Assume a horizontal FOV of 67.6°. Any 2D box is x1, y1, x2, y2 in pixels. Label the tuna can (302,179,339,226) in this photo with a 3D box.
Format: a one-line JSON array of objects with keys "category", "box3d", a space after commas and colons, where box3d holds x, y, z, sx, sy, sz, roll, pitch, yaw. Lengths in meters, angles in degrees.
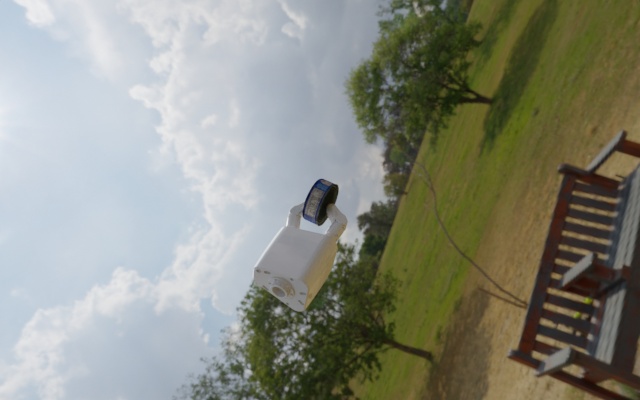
[{"category": "tuna can", "box3d": [0.000, 0.003, 0.897, 0.033, 0.086, 0.086, 24, 7, 16]}]
